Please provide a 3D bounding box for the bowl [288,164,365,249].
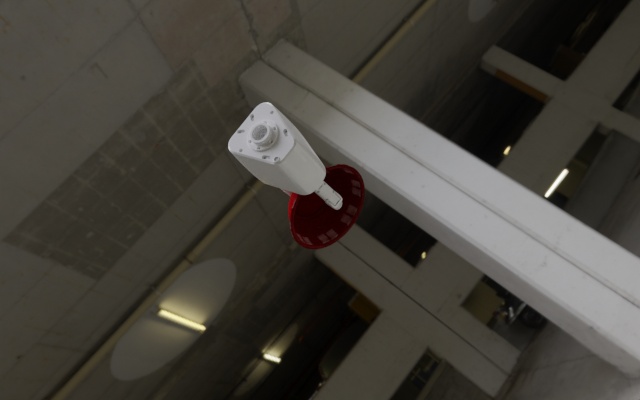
[{"bbox_3d":[0.000,0.003,0.836,0.162,0.162,0.055,0,25,-41],"label":"bowl"}]
